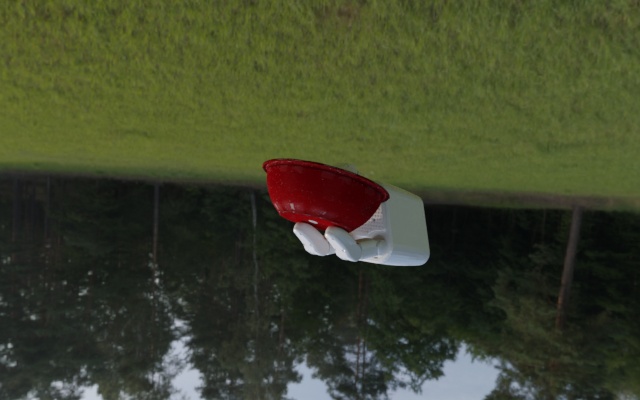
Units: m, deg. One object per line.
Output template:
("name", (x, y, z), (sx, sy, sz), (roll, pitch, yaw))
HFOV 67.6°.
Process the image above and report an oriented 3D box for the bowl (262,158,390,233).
("bowl", (-0.001, 0.002, 0.587), (0.162, 0.055, 0.162), (14, -11, 3))
